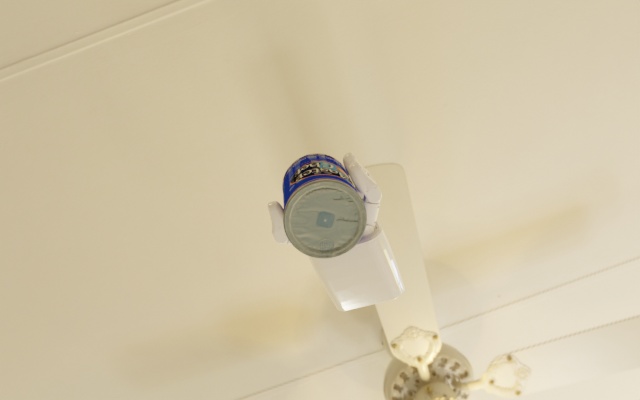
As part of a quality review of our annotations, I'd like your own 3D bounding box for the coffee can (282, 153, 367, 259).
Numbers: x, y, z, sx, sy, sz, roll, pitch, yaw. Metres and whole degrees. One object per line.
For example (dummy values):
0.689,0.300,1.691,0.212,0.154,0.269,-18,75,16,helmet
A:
0.000,0.002,0.644,0.103,0.103,0.140,0,19,-5,coffee can
